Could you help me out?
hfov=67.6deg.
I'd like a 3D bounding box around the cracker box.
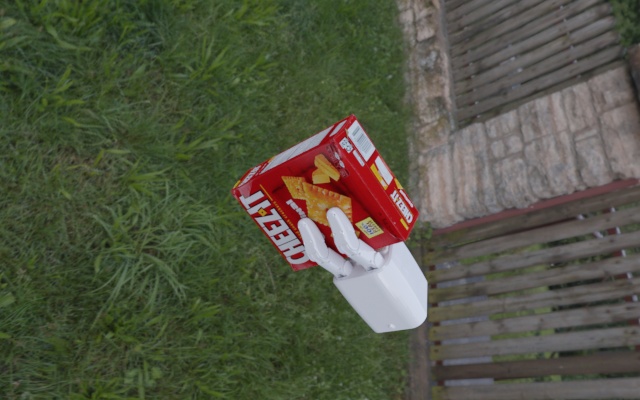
[{"bbox_3d":[0.000,0.002,0.661,0.214,0.164,0.072,-22,21,41],"label":"cracker box"}]
